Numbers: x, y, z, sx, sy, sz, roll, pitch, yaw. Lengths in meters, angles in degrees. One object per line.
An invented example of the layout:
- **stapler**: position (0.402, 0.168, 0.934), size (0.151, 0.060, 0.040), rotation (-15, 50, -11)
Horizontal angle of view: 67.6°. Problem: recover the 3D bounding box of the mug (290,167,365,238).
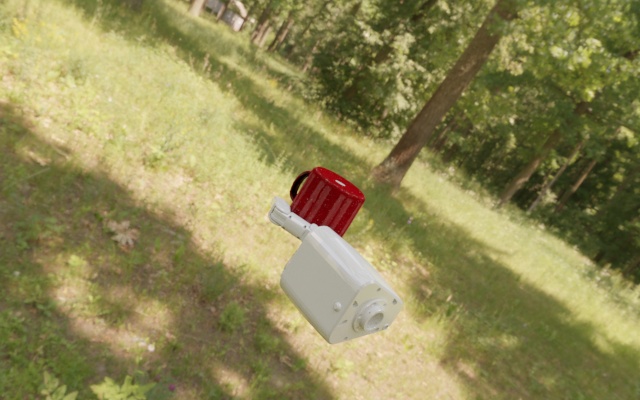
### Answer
- **mug**: position (-0.001, 0.001, 0.648), size (0.093, 0.081, 0.117), rotation (17, 20, -45)
